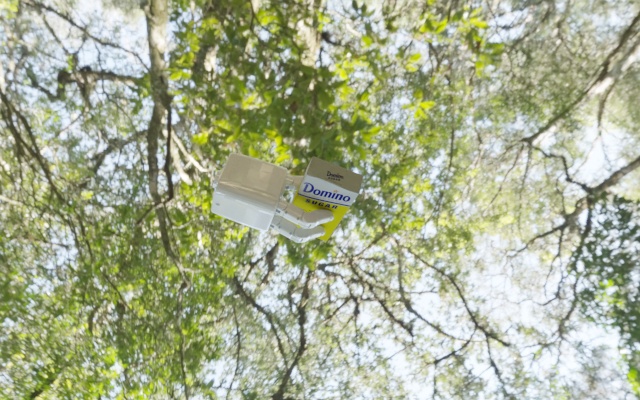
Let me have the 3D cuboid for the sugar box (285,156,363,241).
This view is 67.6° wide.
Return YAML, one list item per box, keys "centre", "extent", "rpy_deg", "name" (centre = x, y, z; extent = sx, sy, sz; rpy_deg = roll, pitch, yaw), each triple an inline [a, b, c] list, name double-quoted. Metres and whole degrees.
- centre: [0.000, 0.003, 0.839]
  extent: [0.093, 0.048, 0.176]
  rpy_deg: [20, -33, -6]
  name: "sugar box"
